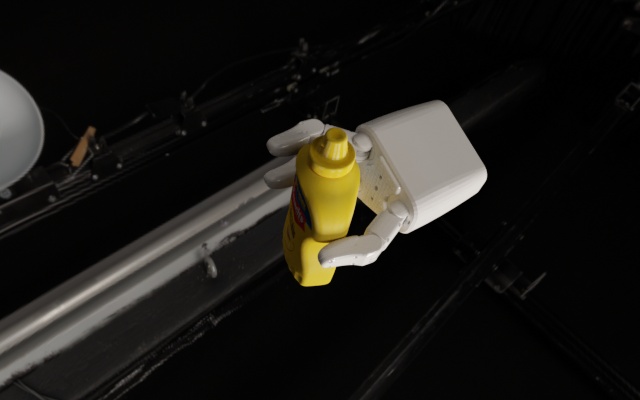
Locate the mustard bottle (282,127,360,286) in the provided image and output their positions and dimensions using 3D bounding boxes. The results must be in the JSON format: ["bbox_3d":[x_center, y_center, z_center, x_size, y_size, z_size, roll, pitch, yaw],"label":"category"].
[{"bbox_3d":[0.000,0.002,0.466,0.058,0.096,0.192,-2,-35,-12],"label":"mustard bottle"}]
